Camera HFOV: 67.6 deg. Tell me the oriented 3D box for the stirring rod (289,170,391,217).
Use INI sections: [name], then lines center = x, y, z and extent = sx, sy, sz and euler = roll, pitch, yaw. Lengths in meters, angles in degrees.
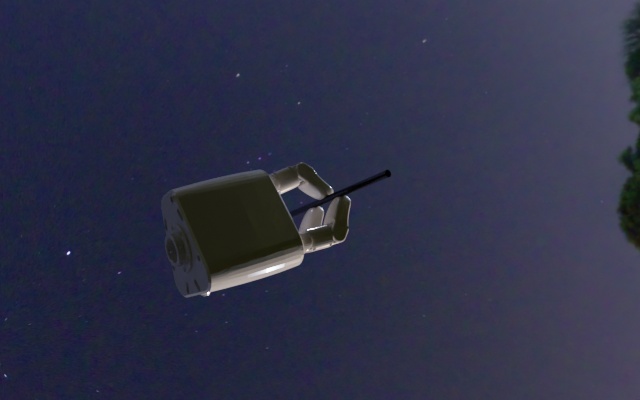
[stirring rod]
center = 0.000, 0.002, 0.572
extent = 0.011, 0.011, 0.239
euler = 0, -14, -35
